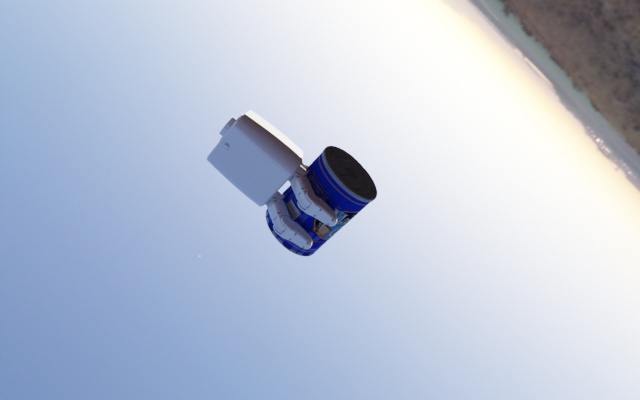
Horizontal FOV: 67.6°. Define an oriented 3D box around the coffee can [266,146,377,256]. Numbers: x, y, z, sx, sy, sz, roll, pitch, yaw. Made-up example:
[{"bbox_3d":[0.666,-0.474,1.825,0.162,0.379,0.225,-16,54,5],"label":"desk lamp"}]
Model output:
[{"bbox_3d":[0.000,0.002,0.716,0.140,0.102,0.103,-44,-23,26],"label":"coffee can"}]
